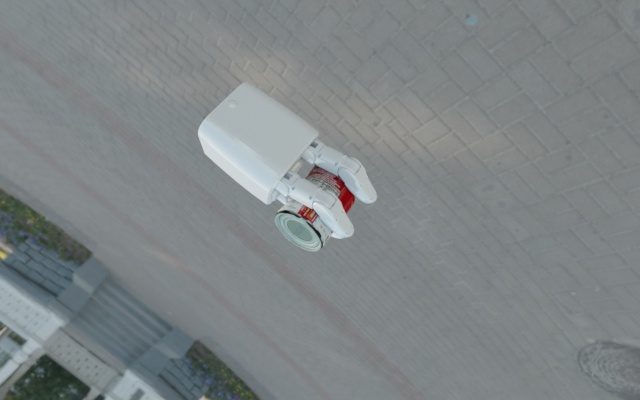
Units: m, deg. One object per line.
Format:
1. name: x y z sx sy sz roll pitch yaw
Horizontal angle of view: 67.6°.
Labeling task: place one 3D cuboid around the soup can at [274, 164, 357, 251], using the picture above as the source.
1. soup can: 0.000 0.002 0.572 0.068 0.068 0.102 0 44 47
